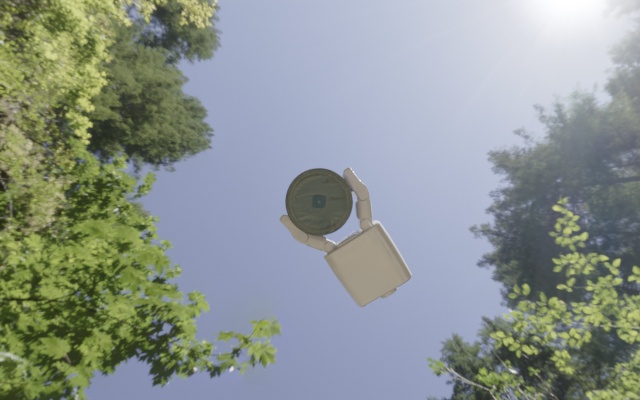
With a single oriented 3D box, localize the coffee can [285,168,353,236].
[{"bbox_3d":[0.000,0.002,0.790,0.103,0.103,0.140,0,0,2],"label":"coffee can"}]
